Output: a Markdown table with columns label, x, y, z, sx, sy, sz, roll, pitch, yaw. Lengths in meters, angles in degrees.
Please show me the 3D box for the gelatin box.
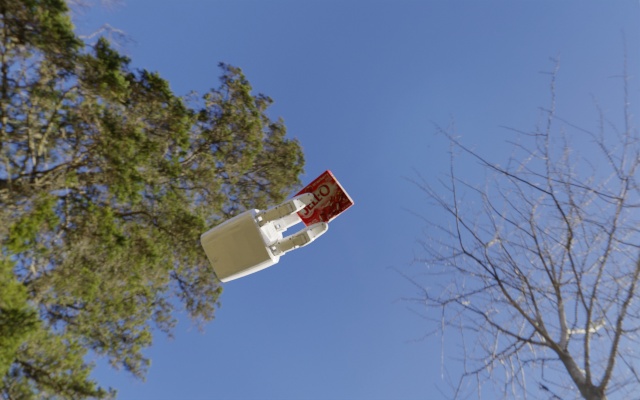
| label | x | y | z | sx | sy | sz | roll | pitch | yaw |
| --- | --- | --- | --- | --- | --- | --- | --- | --- | --- |
| gelatin box | 0.000 | 0.002 | 0.815 | 0.089 | 0.073 | 0.030 | -37 | -1 | 8 |
